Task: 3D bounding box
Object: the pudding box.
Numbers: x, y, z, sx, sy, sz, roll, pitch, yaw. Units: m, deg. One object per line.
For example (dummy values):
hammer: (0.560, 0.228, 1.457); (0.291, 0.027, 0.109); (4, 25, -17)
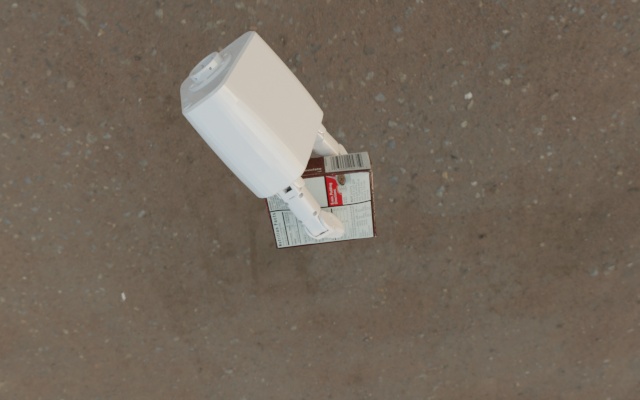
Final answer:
pudding box: (0.000, 0.002, 0.502); (0.113, 0.090, 0.039); (-6, 36, 3)
